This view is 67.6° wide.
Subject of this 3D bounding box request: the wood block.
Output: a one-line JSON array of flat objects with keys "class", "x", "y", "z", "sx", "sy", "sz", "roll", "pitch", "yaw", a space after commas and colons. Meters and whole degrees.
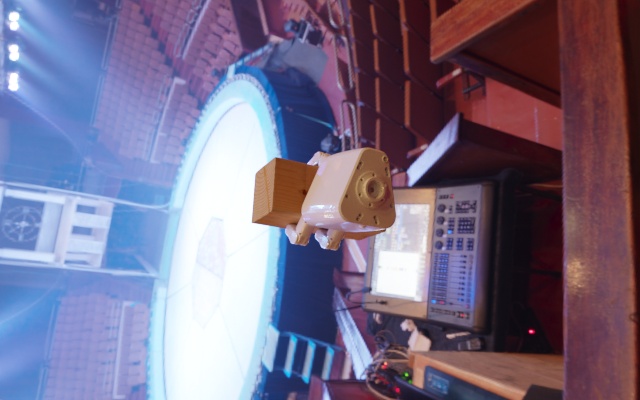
[{"class": "wood block", "x": 0.000, "y": 0.002, "z": 0.794, "sx": 0.206, "sy": 0.090, "sz": 0.090, "roll": 11, "pitch": -20, "yaw": -27}]
